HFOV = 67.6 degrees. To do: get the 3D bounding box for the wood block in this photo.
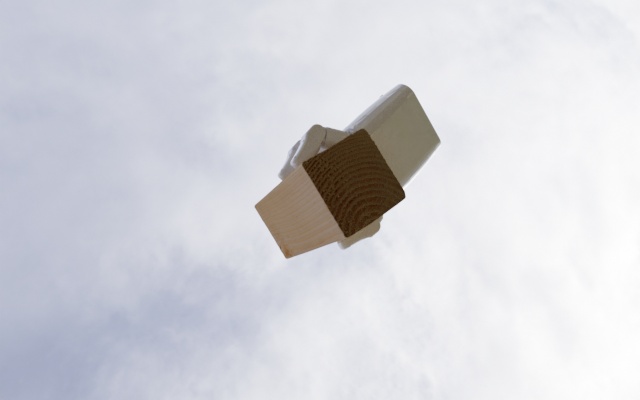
[{"bbox_3d":[0.001,0.002,0.585,0.090,0.091,0.206,-32,0,-24],"label":"wood block"}]
